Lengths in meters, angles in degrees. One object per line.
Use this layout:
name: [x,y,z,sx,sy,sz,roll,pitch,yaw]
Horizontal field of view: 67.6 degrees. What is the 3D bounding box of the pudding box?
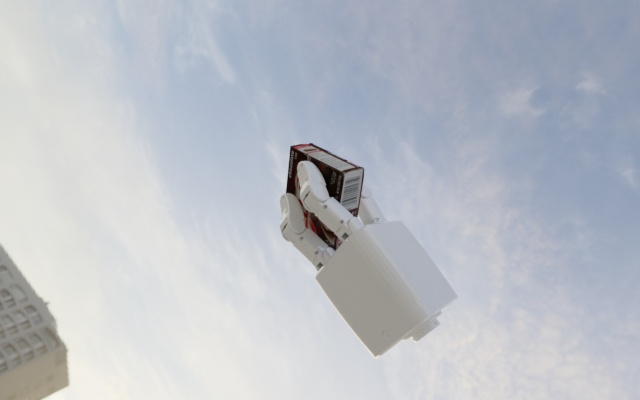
pudding box: [0.000,0.002,0.543,0.039,0.113,0.090,-13,32,-42]
